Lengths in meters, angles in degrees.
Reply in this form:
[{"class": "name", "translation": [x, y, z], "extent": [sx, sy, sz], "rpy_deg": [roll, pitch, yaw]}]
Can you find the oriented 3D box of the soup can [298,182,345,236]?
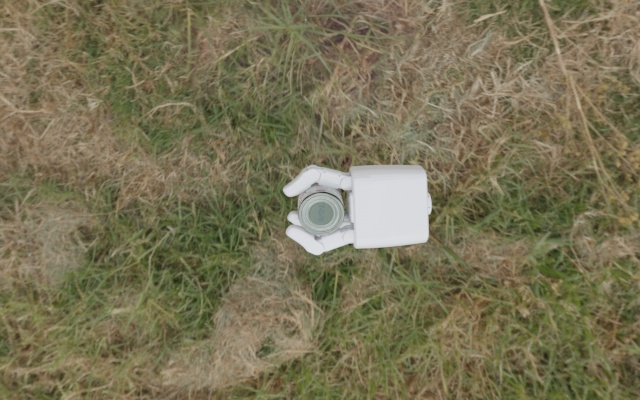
[{"class": "soup can", "translation": [0.000, 0.002, 0.709], "extent": [0.068, 0.068, 0.102], "rpy_deg": [0, 21, -2]}]
